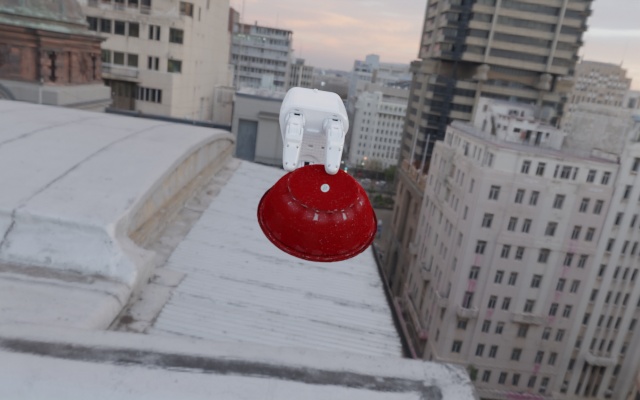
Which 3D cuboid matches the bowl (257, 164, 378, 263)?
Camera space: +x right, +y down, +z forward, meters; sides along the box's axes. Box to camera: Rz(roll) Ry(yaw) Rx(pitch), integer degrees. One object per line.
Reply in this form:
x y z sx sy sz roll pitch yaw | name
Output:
0.000 0.003 0.617 0.162 0.055 0.162 6 43 -6 | bowl
